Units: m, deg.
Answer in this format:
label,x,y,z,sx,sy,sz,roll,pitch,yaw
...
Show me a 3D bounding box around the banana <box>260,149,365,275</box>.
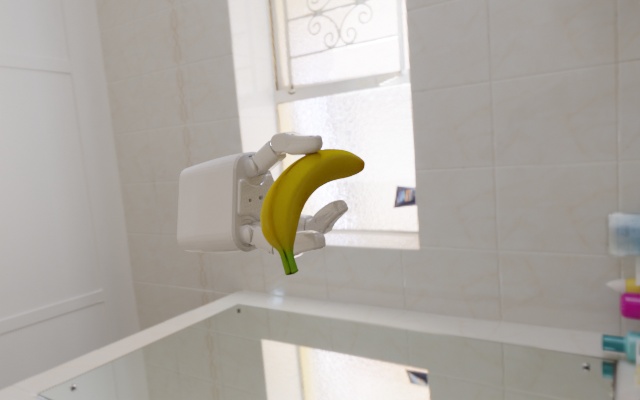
label,x,y,z,sx,sy,sz,roll,pitch,yaw
banana,-0.010,-0.012,0.490,0.037,0.070,0.197,-13,27,37
